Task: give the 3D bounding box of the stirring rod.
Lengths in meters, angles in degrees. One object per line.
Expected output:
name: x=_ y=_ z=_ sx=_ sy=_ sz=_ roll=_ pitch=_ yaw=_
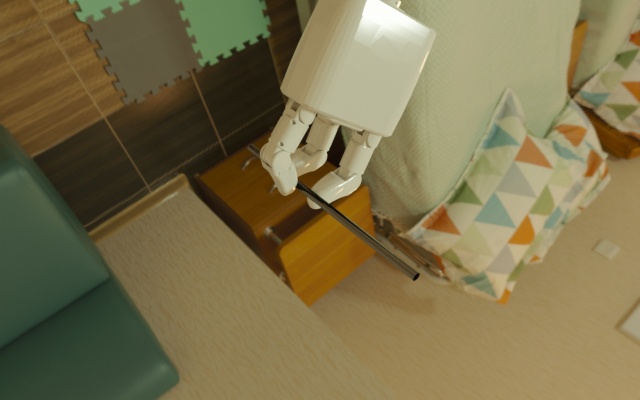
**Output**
stirring rod: x=0.000 y=0.001 z=0.452 sx=0.011 sy=0.011 sz=0.239 roll=0 pitch=30 yaw=-47
